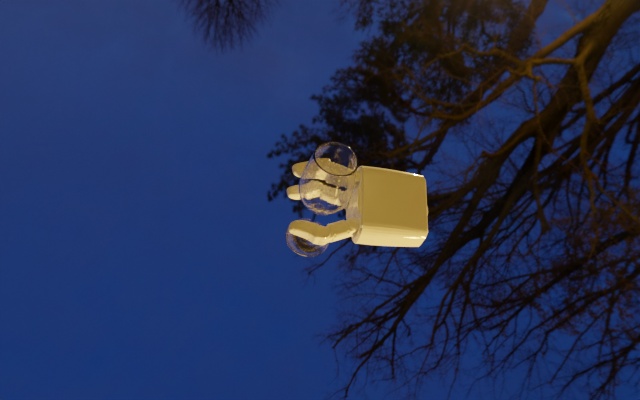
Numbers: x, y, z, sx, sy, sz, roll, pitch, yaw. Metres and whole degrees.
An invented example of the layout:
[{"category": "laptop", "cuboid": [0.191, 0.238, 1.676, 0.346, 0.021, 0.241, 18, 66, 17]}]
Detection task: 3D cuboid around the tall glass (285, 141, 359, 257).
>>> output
[{"category": "tall glass", "cuboid": [0.000, 0.003, 0.710, 0.079, 0.079, 0.201, 0, -36, -15]}]
